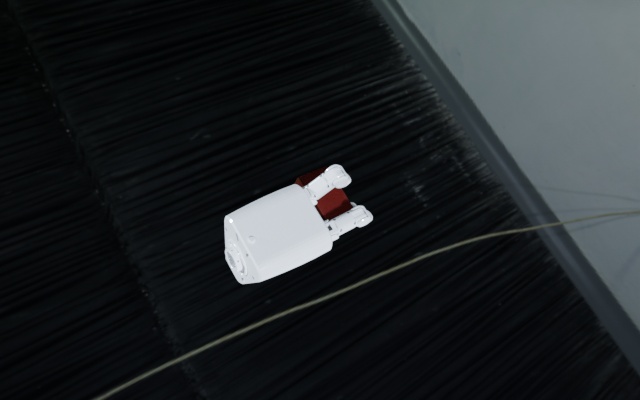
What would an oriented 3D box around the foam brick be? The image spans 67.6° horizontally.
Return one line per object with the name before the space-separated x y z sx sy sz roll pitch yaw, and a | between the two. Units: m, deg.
foam brick | 0.000 0.002 0.666 0.051 0.078 0.053 -23 -18 -30
